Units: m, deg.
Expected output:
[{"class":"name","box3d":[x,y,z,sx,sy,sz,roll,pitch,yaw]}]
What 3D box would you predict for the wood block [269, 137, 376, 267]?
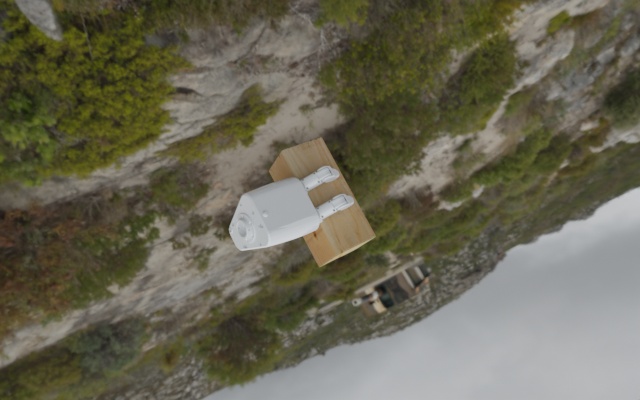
[{"class":"wood block","box3d":[0.000,0.003,0.871,0.090,0.206,0.091,-23,-11,-29]}]
